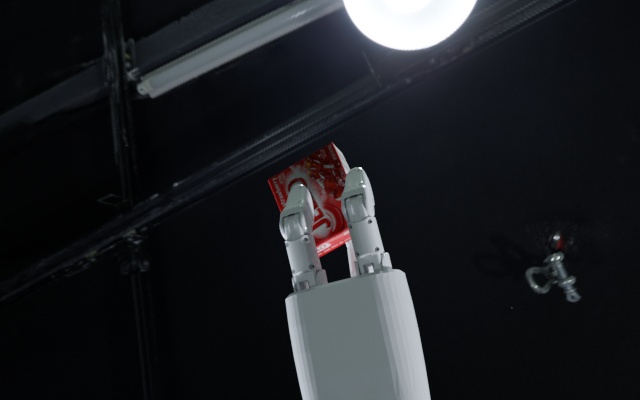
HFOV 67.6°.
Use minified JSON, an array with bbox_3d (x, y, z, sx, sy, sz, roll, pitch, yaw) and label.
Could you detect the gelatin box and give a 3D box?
[{"bbox_3d":[0.000,0.001,0.443,0.073,0.089,0.030,-30,-28,12],"label":"gelatin box"}]
